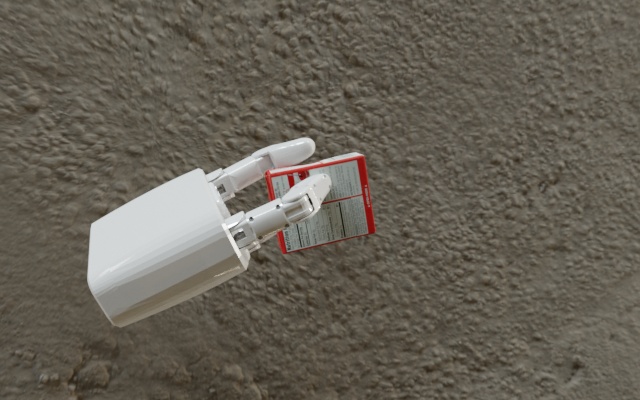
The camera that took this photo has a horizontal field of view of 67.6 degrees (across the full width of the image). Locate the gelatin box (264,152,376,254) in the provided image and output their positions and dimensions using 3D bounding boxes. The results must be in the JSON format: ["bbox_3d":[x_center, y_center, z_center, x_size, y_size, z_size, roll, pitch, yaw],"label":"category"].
[{"bbox_3d":[0.000,0.001,0.429,0.089,0.073,0.030,-12,14,-7],"label":"gelatin box"}]
